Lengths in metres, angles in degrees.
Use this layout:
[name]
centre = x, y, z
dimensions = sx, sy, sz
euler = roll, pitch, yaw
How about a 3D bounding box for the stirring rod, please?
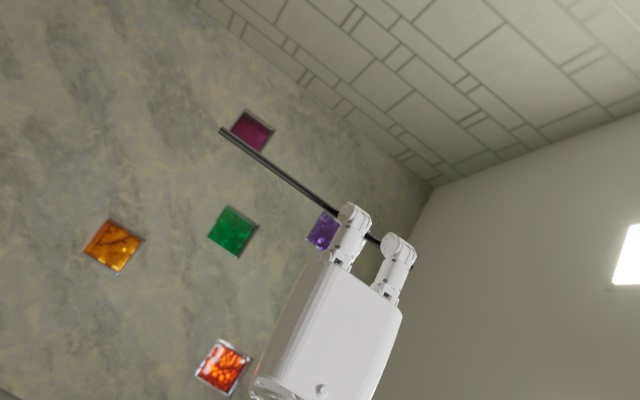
[stirring rod]
centre = 0.000, 0.002, 0.477
dimensions = 0.239, 0.011, 0.011
euler = 36, -8, -11
